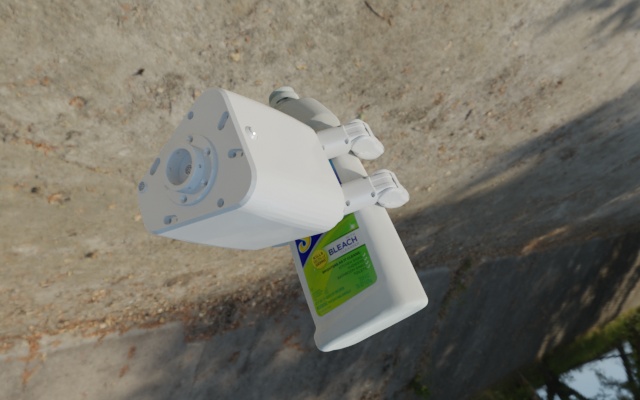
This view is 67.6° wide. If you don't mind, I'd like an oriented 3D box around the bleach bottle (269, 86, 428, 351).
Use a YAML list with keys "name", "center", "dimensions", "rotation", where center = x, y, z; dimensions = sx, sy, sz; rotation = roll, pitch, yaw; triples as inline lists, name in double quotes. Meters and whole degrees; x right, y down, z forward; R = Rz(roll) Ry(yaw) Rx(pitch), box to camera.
- name: "bleach bottle"
  center: [0.000, 0.001, 0.448]
  dimensions: [0.102, 0.250, 0.068]
  rotation: [-35, -25, 23]
